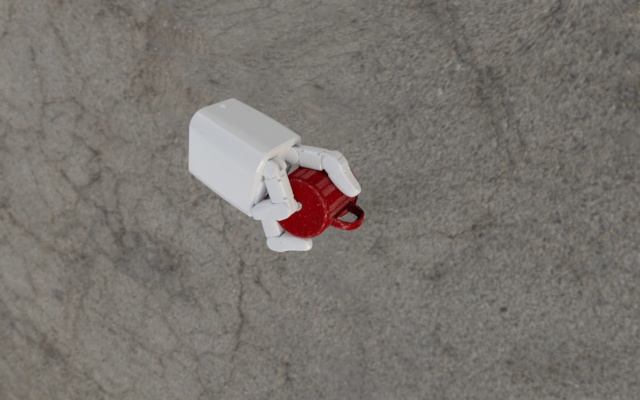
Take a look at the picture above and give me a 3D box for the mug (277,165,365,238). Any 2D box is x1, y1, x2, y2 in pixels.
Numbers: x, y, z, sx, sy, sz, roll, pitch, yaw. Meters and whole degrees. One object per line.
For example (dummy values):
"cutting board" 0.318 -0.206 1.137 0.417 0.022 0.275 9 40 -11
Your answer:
"mug" 0.001 0.003 0.602 0.117 0.093 0.081 32 34 12
